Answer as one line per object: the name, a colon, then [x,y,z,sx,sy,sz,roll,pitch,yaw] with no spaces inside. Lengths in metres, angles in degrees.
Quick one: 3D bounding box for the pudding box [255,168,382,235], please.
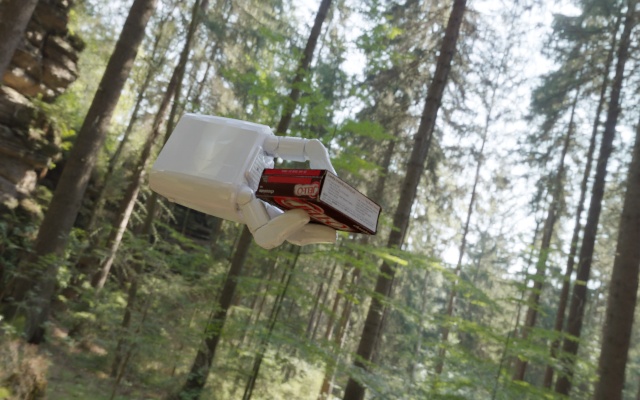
pudding box: [0.000,0.002,0.517,0.090,0.039,0.113,5,-15,41]
